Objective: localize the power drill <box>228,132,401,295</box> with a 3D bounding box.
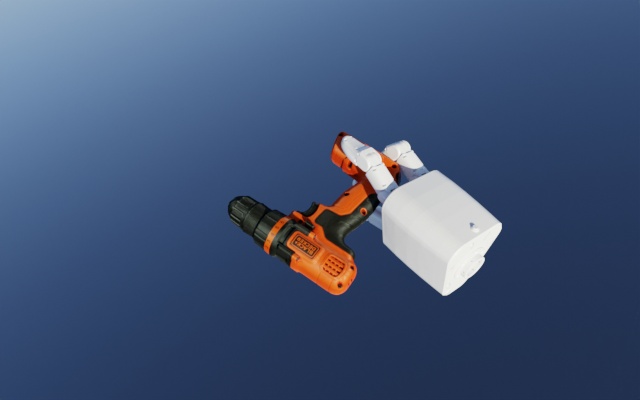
[{"bbox_3d":[0.001,0.002,0.612,0.184,0.187,0.057,33,-20,14],"label":"power drill"}]
